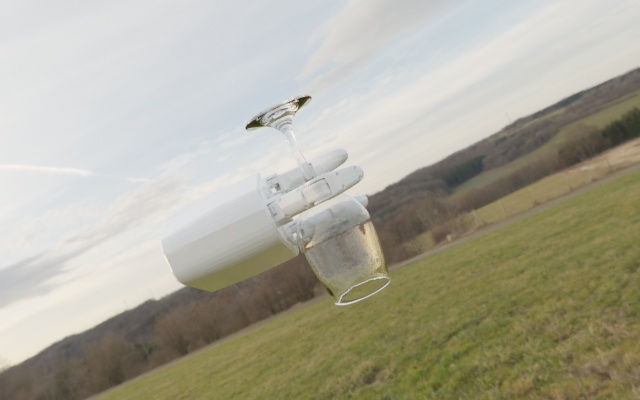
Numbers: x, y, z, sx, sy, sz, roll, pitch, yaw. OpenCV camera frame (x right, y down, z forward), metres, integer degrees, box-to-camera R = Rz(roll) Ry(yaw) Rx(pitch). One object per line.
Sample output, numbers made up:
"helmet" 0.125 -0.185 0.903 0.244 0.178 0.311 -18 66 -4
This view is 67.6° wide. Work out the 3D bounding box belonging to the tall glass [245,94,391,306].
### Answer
"tall glass" 0.000 0.001 0.479 0.079 0.201 0.079 -26 -1 0
